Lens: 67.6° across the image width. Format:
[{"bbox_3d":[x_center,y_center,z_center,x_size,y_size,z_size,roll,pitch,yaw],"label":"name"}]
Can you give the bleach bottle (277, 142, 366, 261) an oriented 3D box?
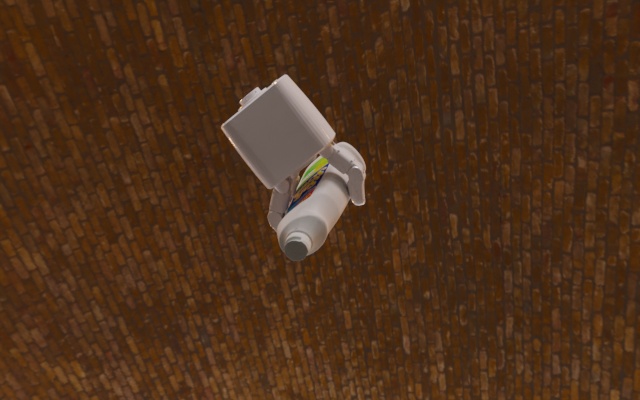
[{"bbox_3d":[0.000,0.002,0.663,0.102,0.068,0.250,-36,13,23],"label":"bleach bottle"}]
